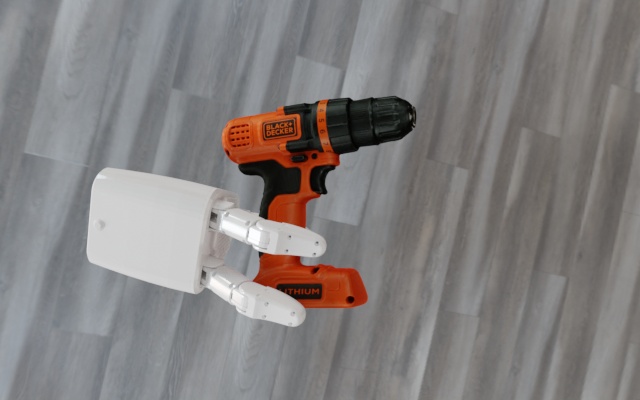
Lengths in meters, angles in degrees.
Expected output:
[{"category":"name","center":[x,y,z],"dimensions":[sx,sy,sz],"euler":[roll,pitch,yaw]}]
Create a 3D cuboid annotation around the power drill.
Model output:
[{"category":"power drill","center":[0.000,0.002,0.437],"dimensions":[0.184,0.187,0.057],"euler":[-5,-7,20]}]
